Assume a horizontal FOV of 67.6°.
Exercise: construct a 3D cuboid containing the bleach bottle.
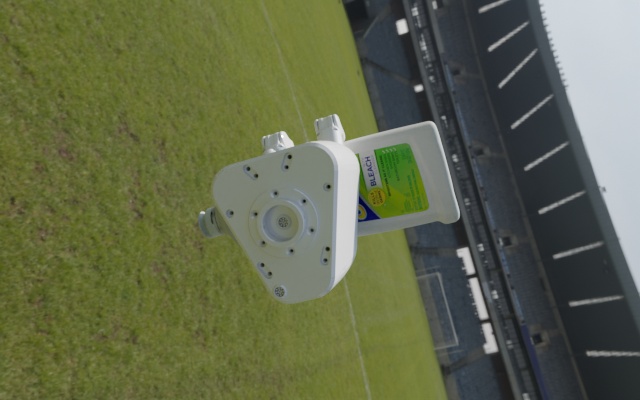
[{"bbox_3d":[0.000,0.001,0.476,0.251,0.102,0.068,-15,1,11],"label":"bleach bottle"}]
